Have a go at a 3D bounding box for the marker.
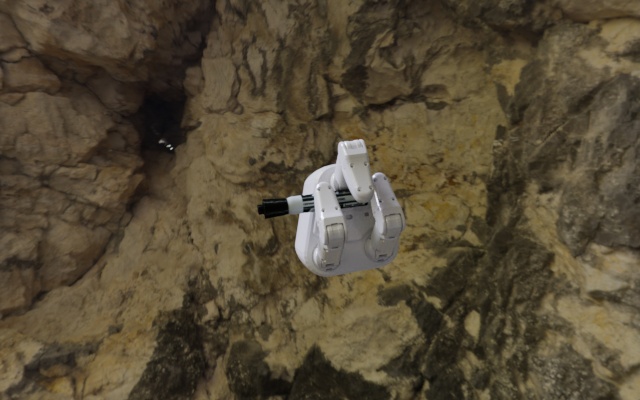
[{"bbox_3d":[0.000,0.001,0.459,0.121,0.020,0.020,-7,1,-10],"label":"marker"}]
